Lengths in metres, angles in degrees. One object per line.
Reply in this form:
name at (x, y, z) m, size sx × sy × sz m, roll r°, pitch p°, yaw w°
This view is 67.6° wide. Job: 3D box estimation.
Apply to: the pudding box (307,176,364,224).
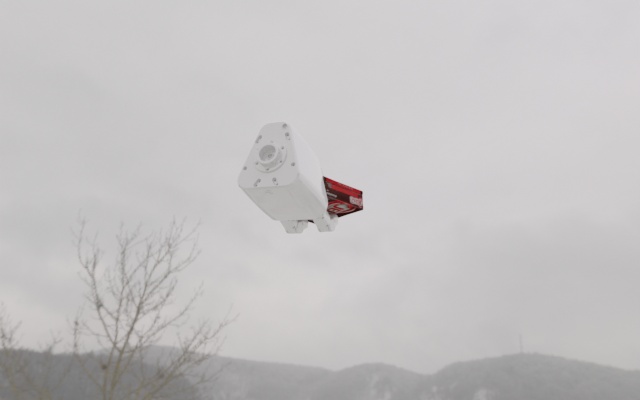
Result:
pudding box at (0.000, 0.002, 0.779) m, size 0.090 × 0.039 × 0.113 m, roll 20°, pitch -26°, yaw -38°
